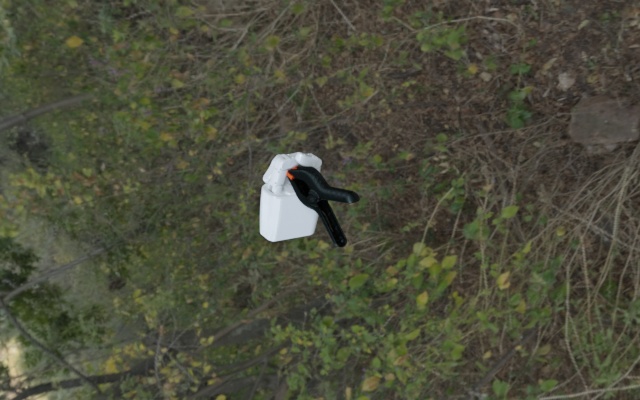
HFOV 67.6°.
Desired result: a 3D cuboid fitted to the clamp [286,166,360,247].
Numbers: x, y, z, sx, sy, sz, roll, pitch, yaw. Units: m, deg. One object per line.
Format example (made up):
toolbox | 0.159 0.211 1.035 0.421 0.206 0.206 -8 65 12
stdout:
clamp | 0.000 0.003 0.845 0.039 0.120 0.171 -16 39 -37
